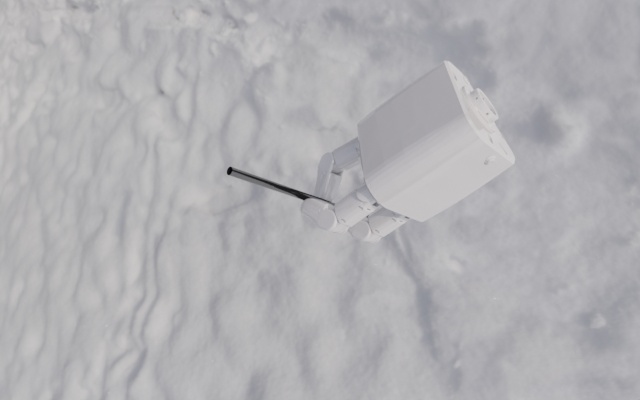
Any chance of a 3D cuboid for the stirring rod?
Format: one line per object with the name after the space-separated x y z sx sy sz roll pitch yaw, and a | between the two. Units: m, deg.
0.000 0.002 0.505 0.011 0.011 0.239 0 -13 43 | stirring rod
